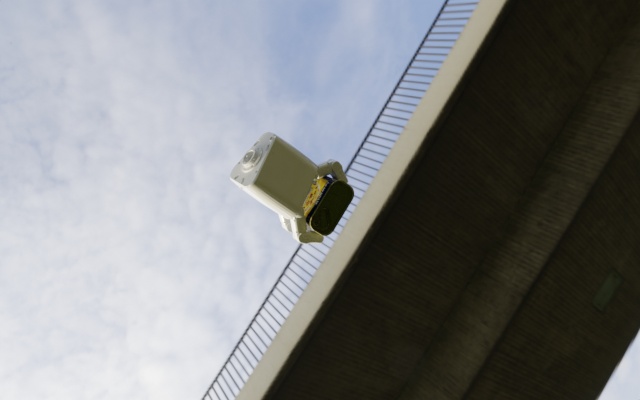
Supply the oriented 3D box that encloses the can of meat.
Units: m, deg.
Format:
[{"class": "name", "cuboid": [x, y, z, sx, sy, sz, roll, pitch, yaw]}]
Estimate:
[{"class": "can of meat", "cuboid": [0.000, 0.003, 0.874, 0.057, 0.102, 0.084, 33, -4, -36]}]
